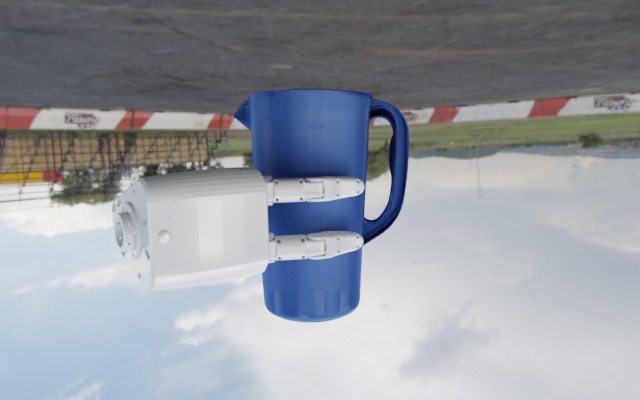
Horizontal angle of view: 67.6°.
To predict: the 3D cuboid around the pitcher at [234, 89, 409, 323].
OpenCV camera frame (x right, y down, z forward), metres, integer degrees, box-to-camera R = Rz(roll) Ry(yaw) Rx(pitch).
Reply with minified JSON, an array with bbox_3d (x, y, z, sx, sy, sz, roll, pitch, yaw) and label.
[{"bbox_3d":[0.000,0.002,0.524,0.145,0.243,0.149,-6,9,-40],"label":"pitcher"}]
